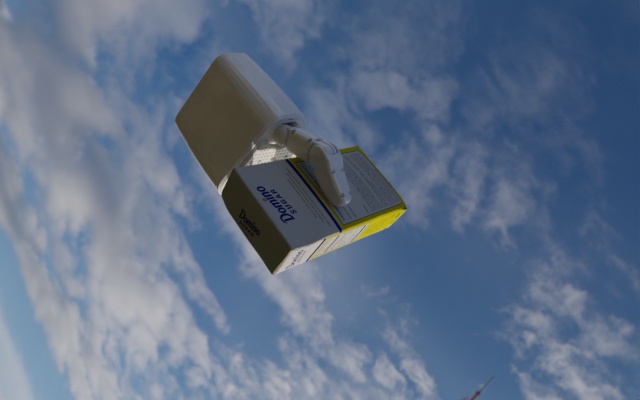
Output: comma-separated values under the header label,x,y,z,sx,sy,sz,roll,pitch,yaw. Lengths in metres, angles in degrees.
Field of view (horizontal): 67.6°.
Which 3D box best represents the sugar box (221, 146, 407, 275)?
label,x,y,z,sx,sy,sz,roll,pitch,yaw
sugar box,0.000,0.002,0.465,0.176,0.093,0.048,-17,-28,-44
